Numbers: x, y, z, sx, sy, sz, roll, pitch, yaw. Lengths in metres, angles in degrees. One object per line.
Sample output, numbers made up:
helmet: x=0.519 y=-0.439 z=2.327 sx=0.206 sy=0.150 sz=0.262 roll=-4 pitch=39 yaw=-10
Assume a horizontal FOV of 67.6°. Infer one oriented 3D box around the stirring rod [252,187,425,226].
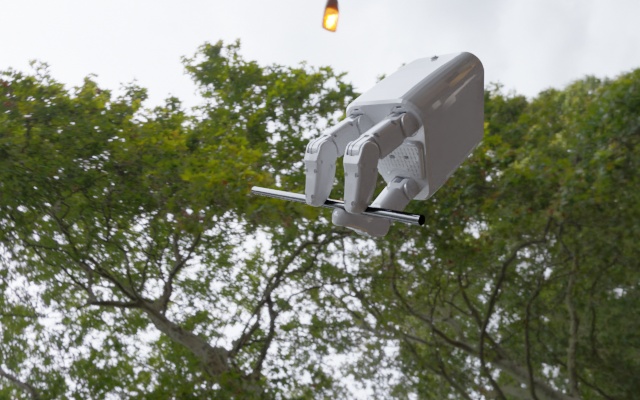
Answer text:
stirring rod: x=0.000 y=0.001 z=0.443 sx=0.011 sy=0.011 sz=0.239 roll=0 pitch=6 yaw=-38
